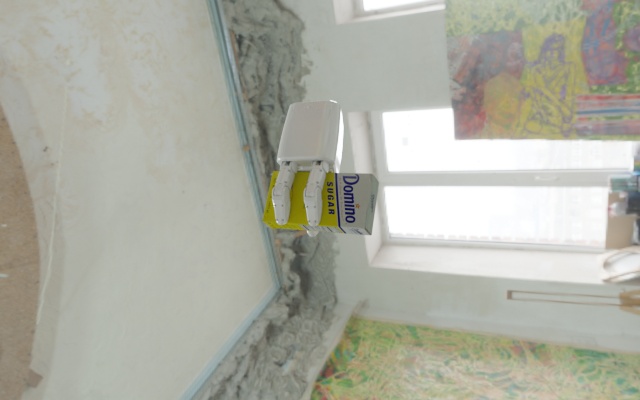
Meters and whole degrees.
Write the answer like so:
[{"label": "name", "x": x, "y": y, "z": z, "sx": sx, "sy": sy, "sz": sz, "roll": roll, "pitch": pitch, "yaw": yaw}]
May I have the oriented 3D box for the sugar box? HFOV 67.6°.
[{"label": "sugar box", "x": 0.000, "y": 0.002, "z": 0.770, "sx": 0.176, "sy": 0.093, "sz": 0.048, "roll": 1, "pitch": -20, "yaw": 24}]
